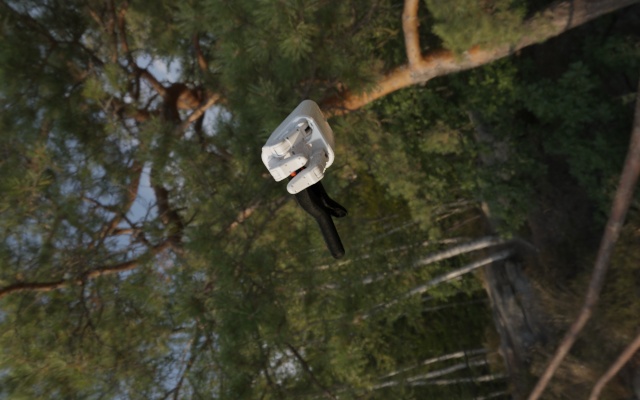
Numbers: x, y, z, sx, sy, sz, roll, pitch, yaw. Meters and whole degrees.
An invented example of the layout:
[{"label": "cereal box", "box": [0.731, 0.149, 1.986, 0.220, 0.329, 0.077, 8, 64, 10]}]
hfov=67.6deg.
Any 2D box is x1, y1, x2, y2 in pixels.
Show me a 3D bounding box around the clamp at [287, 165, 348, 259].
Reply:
[{"label": "clamp", "box": [-0.001, 0.003, 0.800, 0.039, 0.171, 0.120, -22, 24, 16]}]
